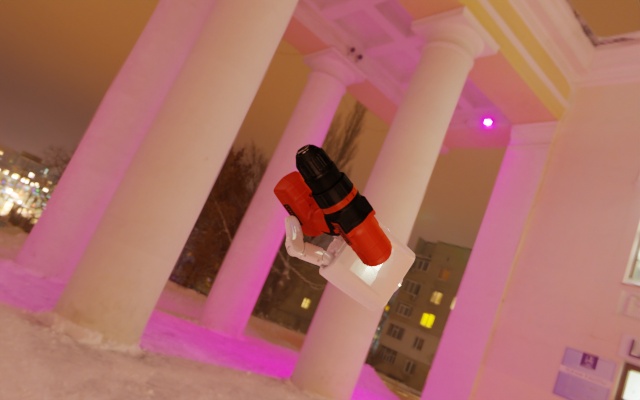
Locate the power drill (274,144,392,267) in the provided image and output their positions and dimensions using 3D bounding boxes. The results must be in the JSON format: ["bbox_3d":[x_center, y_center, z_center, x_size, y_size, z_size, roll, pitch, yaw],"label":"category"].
[{"bbox_3d":[0.000,0.002,0.657,0.057,0.184,0.187,-40,20,-15],"label":"power drill"}]
